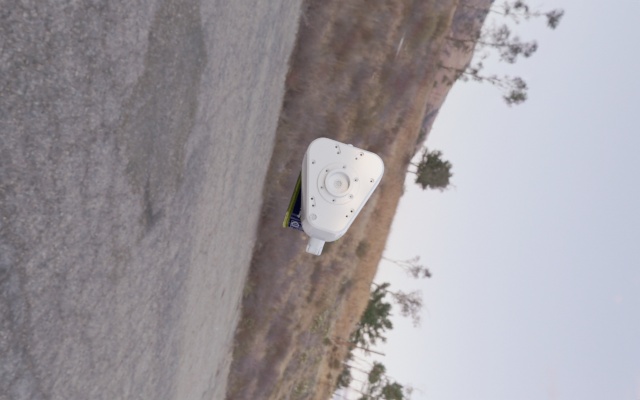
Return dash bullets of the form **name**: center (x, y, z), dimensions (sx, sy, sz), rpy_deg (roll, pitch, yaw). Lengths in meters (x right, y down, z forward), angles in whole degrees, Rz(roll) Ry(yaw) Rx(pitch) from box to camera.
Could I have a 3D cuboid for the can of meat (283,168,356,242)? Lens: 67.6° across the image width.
- **can of meat**: center (0.000, 0.003, 0.702), dimensions (0.084, 0.102, 0.057), rpy_deg (18, -12, 0)
